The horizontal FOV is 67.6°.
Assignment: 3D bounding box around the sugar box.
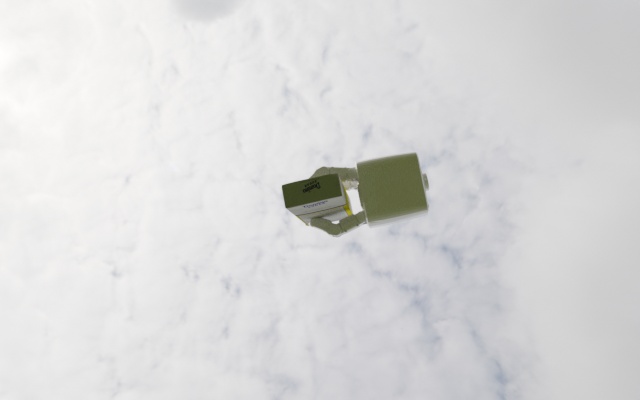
[{"bbox_3d":[0.000,0.002,0.812,0.093,0.048,0.176,-12,-16,6],"label":"sugar box"}]
